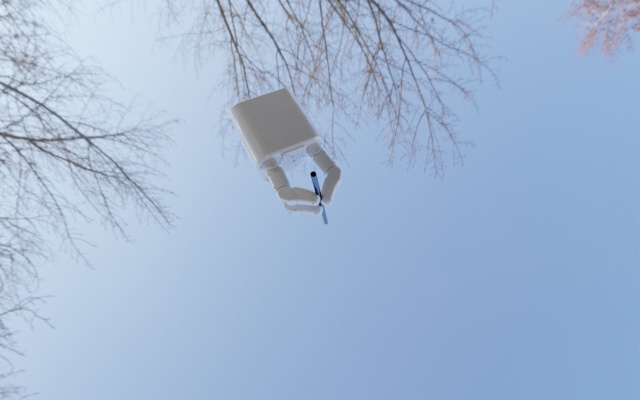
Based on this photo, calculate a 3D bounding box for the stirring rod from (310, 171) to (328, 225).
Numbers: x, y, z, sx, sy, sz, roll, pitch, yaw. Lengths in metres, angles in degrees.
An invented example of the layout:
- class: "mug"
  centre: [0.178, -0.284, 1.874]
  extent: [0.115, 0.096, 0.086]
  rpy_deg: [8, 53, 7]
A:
- class: "stirring rod"
  centre: [0.000, 0.002, 0.719]
  extent: [0.011, 0.011, 0.240]
  rpy_deg: [0, -17, 5]
